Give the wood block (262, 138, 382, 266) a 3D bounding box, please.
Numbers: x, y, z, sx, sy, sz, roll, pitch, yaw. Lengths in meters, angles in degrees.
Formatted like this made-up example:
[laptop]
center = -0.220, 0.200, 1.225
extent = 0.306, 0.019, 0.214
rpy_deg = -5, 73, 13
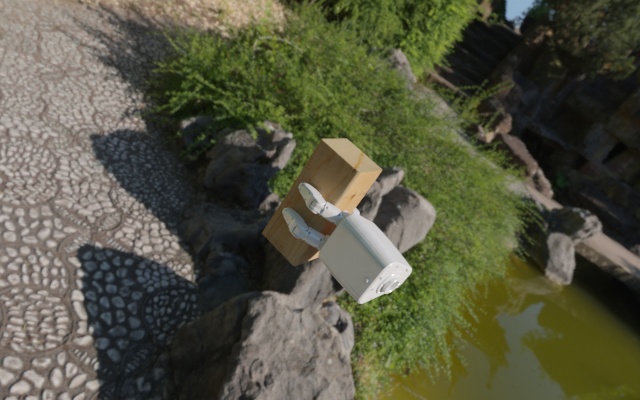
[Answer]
[wood block]
center = 0.001, 0.003, 0.822
extent = 0.090, 0.206, 0.091
rpy_deg = 43, 26, 19
